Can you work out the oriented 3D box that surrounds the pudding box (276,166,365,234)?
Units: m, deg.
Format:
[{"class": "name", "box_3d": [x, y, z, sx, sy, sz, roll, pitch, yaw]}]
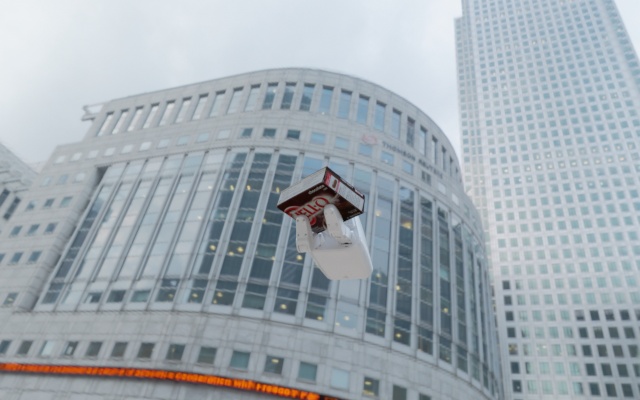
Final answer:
[{"class": "pudding box", "box_3d": [0.000, 0.002, 0.751, 0.090, 0.039, 0.113, 35, -44, -28]}]
